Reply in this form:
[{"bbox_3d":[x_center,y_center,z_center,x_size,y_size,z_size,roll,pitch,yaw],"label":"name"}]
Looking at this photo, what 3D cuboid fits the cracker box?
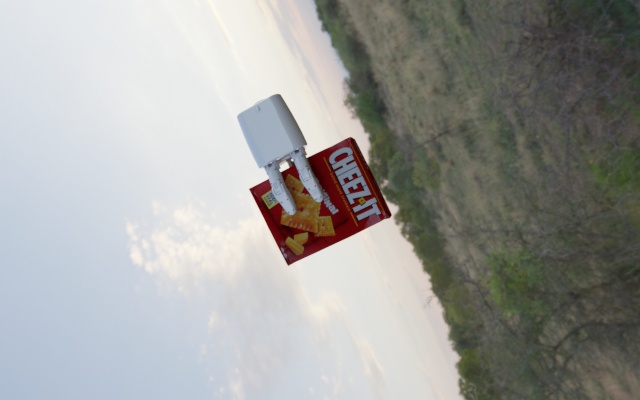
[{"bbox_3d":[0.000,0.003,0.883,0.214,0.164,0.072,-26,-1,11],"label":"cracker box"}]
